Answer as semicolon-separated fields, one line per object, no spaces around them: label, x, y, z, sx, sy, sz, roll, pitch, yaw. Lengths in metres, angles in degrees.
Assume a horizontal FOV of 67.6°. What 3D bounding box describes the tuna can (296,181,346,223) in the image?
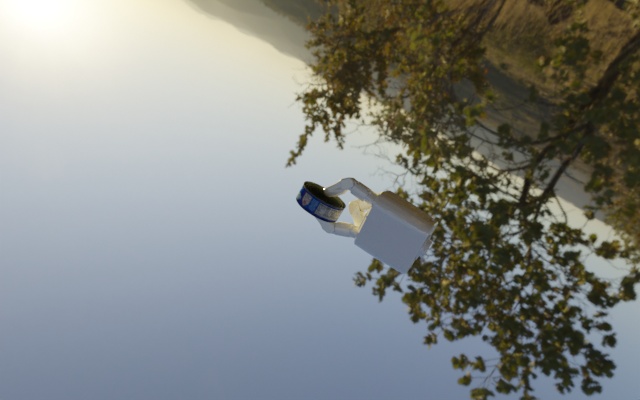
tuna can;0.000;0.003;0.847;0.086;0.034;0.086;28;16;-9
